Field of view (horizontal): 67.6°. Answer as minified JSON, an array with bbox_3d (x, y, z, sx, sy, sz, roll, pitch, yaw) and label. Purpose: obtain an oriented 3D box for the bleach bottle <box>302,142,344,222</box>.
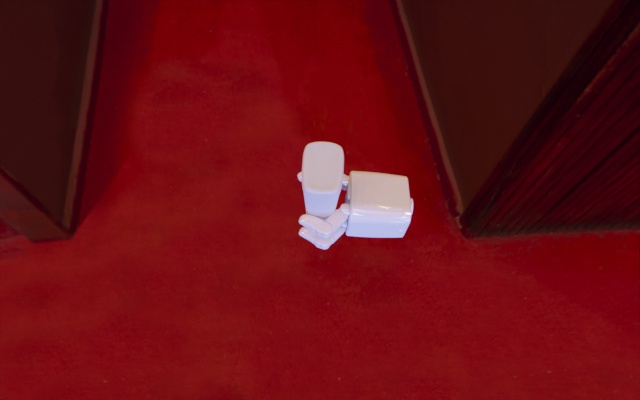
[{"bbox_3d":[0.000,0.003,0.873,0.068,0.102,0.251,4,-26,0],"label":"bleach bottle"}]
